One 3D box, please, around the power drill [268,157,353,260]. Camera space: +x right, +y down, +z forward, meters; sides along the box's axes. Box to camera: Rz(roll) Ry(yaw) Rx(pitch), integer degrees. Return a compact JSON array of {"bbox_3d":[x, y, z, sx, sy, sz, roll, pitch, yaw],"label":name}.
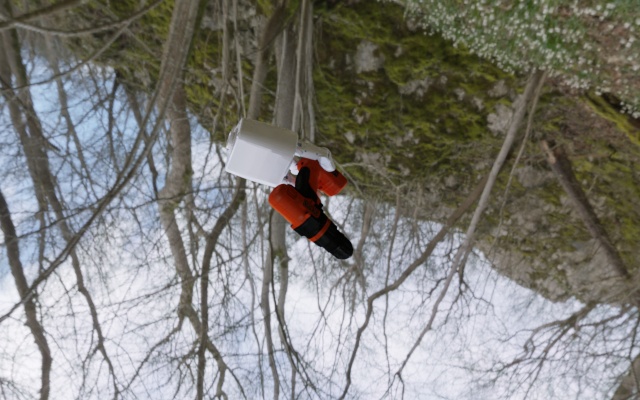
[{"bbox_3d":[0.000,0.003,0.888,0.057,0.184,0.187,-38,19,29],"label":"power drill"}]
